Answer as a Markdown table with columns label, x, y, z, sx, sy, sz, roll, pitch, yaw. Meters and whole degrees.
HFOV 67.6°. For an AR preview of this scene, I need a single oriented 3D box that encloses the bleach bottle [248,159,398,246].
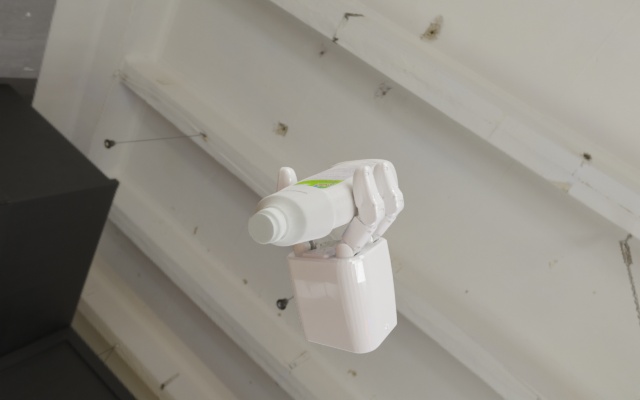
| label | x | y | z | sx | sy | sz | roll | pitch | yaw |
| --- | --- | --- | --- | --- | --- | --- | --- | --- | --- |
| bleach bottle | 0.000 | 0.002 | 0.530 | 0.102 | 0.068 | 0.251 | -5 | 8 | 30 |
